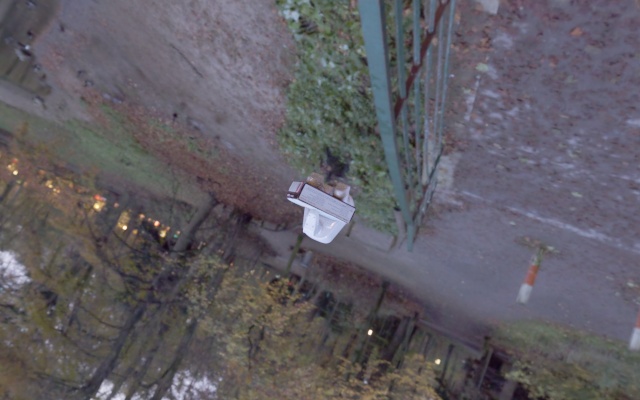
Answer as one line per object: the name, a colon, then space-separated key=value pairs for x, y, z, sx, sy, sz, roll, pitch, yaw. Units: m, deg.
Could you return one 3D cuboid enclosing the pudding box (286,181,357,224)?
pudding box: x=0.000 y=0.003 z=0.893 sx=0.113 sy=0.039 sz=0.090 roll=25 pitch=-5 yaw=-17
